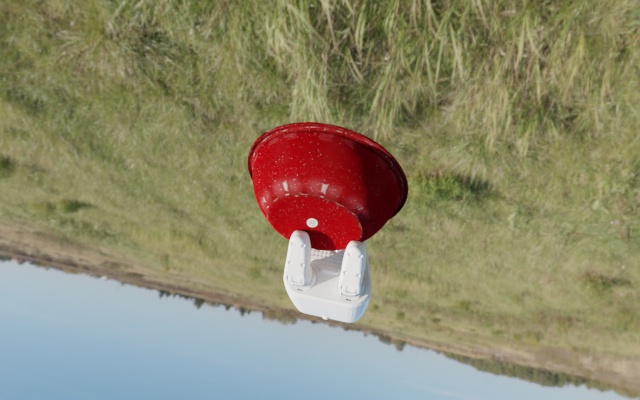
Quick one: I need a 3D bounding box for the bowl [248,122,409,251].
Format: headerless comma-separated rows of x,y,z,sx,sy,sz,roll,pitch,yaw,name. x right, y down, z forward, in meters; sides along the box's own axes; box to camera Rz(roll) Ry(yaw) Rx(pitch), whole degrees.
0.000,0.001,0.457,0.162,0.055,0.162,10,-36,8,bowl
